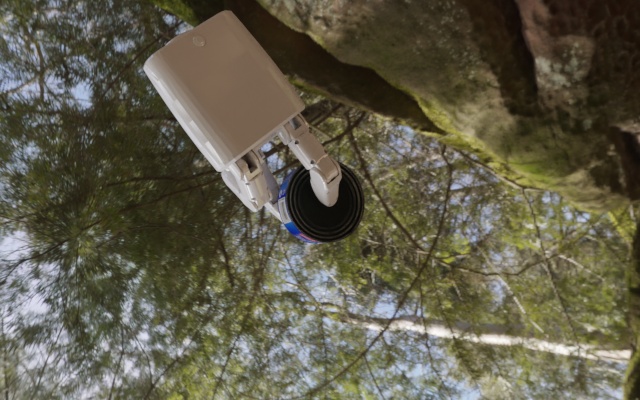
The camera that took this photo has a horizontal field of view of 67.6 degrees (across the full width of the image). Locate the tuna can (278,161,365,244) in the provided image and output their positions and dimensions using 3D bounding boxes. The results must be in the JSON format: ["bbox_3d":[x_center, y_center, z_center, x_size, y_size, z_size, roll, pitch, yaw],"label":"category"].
[{"bbox_3d":[0.000,0.002,0.490,0.086,0.086,0.034,0,-8,-23],"label":"tuna can"}]
